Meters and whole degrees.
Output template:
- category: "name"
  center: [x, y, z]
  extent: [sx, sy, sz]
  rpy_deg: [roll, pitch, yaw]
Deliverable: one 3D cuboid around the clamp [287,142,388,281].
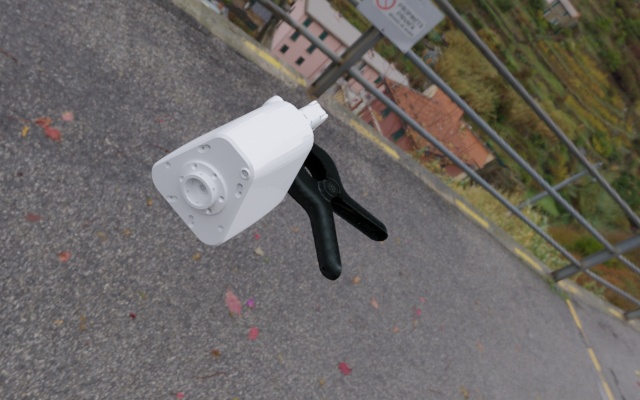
- category: "clamp"
  center: [0.000, 0.001, 0.523]
  extent: [0.039, 0.171, 0.120]
  rpy_deg: [-37, 4, 35]
